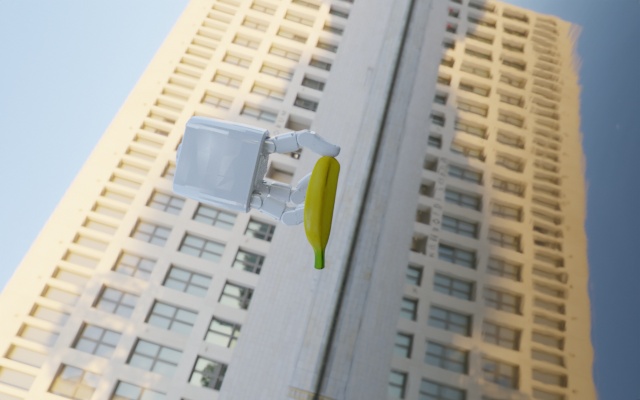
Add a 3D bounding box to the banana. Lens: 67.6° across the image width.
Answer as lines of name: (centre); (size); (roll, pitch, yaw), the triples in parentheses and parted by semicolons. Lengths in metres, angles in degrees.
banana: (0.002, -0.009, 0.604); (0.037, 0.070, 0.197); (10, 42, 1)
